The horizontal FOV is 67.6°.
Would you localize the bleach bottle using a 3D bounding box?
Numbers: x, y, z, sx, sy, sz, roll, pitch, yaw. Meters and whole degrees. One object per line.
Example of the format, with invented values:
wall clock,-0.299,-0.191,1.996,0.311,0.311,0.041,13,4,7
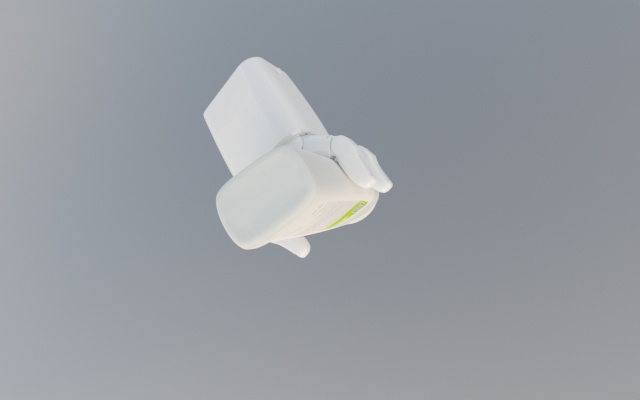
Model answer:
bleach bottle,0.000,0.002,0.527,0.102,0.068,0.251,-35,-15,18
